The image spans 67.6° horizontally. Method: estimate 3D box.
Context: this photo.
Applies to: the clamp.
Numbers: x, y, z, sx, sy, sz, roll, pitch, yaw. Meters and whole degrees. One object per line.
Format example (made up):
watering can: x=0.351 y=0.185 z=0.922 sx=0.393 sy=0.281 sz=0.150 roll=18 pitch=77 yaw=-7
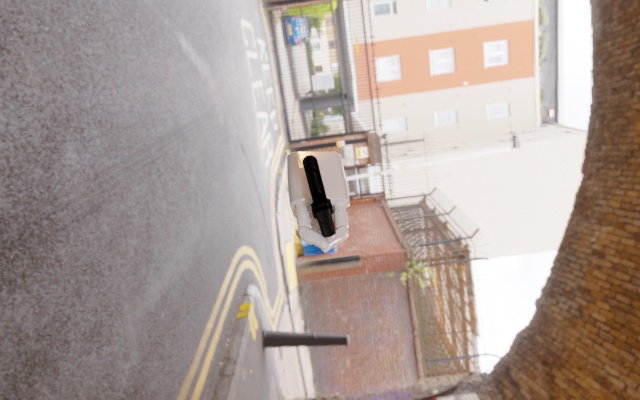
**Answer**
clamp: x=0.001 y=0.003 z=0.818 sx=0.039 sy=0.120 sz=0.171 roll=-8 pitch=-23 yaw=1
